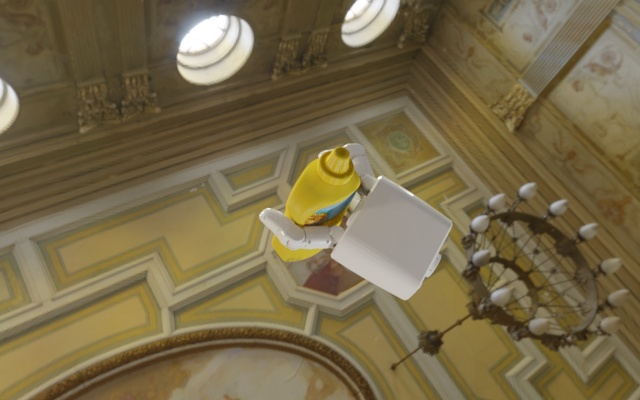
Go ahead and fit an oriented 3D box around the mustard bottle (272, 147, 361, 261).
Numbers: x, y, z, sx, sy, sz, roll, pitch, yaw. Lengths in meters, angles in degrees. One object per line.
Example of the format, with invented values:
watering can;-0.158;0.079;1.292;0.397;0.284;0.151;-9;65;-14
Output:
mustard bottle;0.000;0.002;0.583;0.096;0.058;0.192;-26;-22;-30
